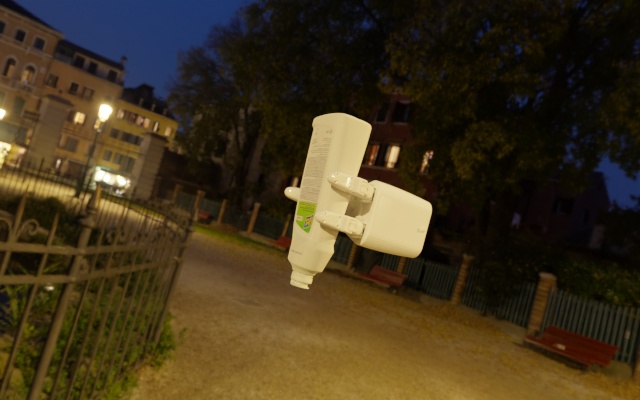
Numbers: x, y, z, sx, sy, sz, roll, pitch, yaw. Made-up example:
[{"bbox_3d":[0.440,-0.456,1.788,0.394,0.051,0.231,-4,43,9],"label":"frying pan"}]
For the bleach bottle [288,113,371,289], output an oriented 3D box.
[{"bbox_3d":[0.000,0.002,0.702,0.068,0.251,0.102,18,-4,-25],"label":"bleach bottle"}]
